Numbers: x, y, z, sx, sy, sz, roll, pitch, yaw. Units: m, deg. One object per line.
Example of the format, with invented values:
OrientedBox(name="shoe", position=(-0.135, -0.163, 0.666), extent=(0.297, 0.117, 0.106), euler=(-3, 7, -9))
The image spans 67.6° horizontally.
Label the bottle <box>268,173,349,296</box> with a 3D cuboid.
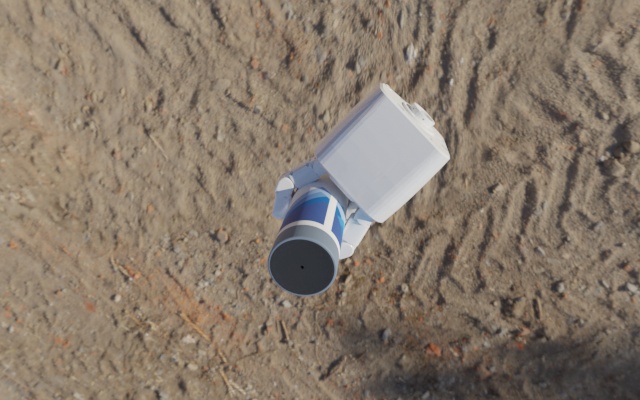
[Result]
OrientedBox(name="bottle", position=(0.000, 0.002, 0.581), extent=(0.069, 0.069, 0.295), euler=(0, 25, 8))
